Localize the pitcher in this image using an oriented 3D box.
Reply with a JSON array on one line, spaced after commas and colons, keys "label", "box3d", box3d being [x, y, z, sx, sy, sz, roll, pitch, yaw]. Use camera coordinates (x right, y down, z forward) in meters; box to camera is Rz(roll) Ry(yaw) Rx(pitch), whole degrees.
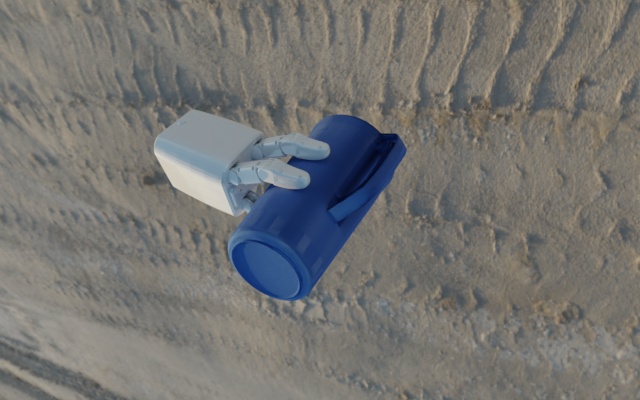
[{"label": "pitcher", "box3d": [0.000, 0.002, 0.595, 0.145, 0.149, 0.242, 23, 46, 13]}]
